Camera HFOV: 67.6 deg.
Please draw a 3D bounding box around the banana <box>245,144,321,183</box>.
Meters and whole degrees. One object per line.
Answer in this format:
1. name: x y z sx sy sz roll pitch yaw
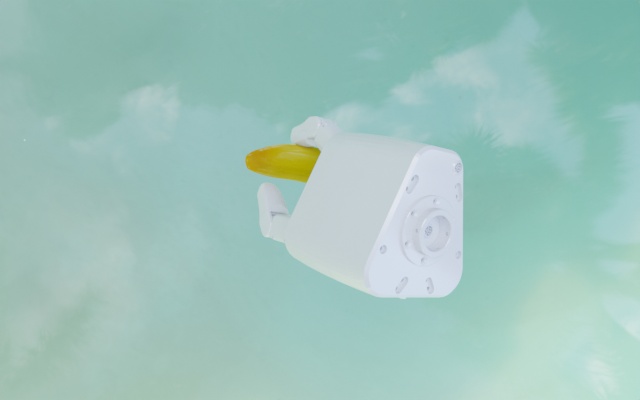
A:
1. banana: 0.012 -0.012 0.501 0.198 0.069 0.037 37 -8 -34
